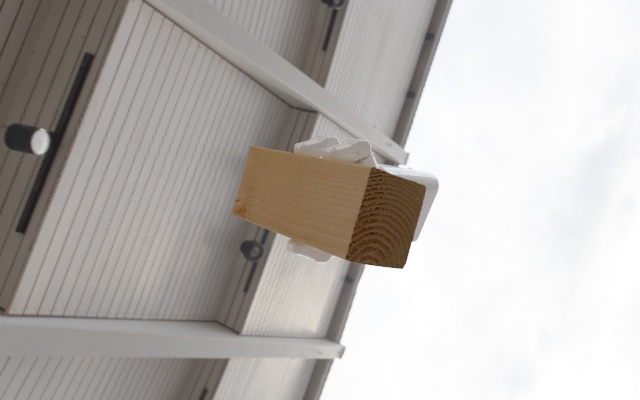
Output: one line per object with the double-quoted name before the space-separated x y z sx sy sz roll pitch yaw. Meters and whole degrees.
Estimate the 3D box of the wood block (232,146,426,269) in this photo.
"wood block" 0.000 0.002 0.532 0.090 0.091 0.206 15 0 -41
